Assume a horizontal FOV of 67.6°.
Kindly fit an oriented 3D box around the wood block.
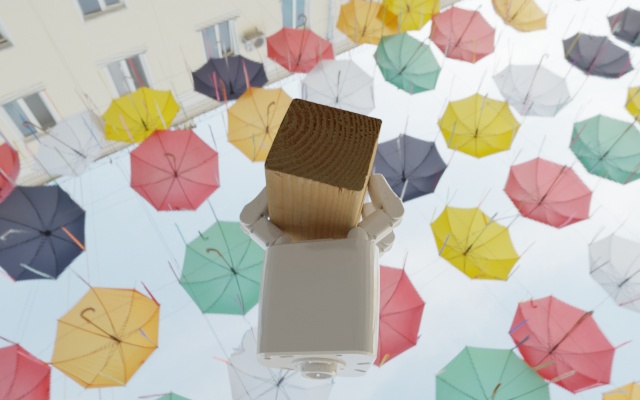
[{"bbox_3d":[0.000,0.002,0.514,0.091,0.090,0.206,15,-32,6],"label":"wood block"}]
